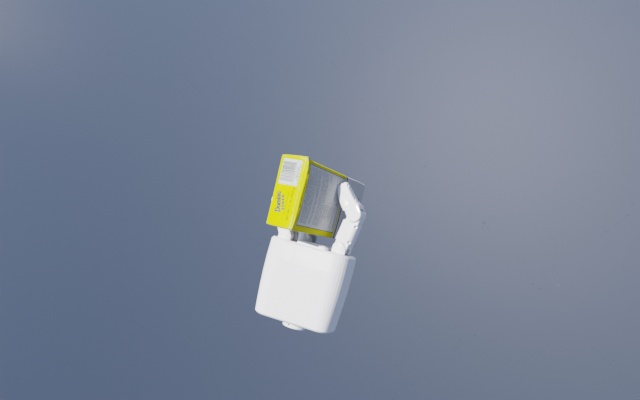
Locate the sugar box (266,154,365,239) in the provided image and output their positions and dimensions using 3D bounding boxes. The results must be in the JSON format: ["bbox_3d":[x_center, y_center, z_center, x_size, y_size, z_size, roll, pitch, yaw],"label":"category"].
[{"bbox_3d":[0.000,0.002,0.661,0.048,0.093,0.176,12,-4,28],"label":"sugar box"}]
